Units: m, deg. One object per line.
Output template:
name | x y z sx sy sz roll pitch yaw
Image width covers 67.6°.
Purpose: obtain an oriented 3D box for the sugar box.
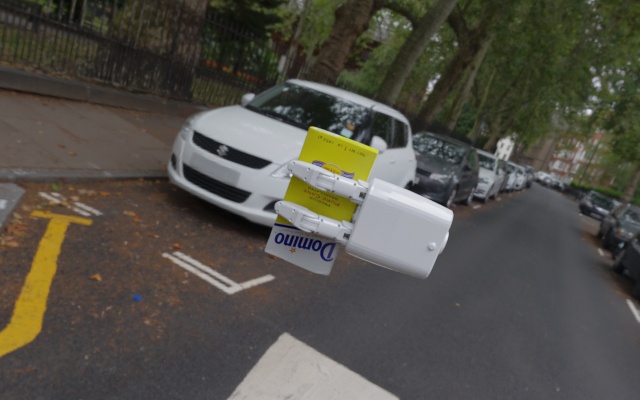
sugar box | 0.000 0.002 0.619 0.093 0.176 0.048 21 12 4
